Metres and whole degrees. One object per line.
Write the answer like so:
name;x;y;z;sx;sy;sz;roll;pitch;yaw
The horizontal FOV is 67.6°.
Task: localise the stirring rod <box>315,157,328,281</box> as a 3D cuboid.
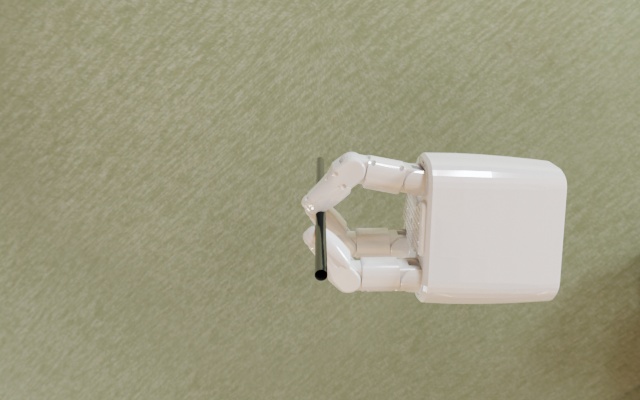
stirring rod;0.000;0.001;0.405;0.011;0.011;0.239;0;22;0
